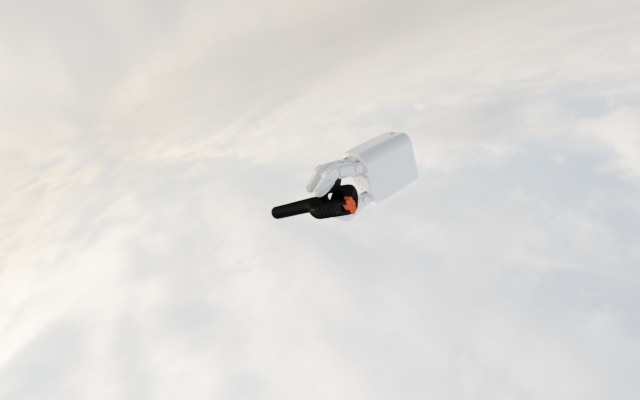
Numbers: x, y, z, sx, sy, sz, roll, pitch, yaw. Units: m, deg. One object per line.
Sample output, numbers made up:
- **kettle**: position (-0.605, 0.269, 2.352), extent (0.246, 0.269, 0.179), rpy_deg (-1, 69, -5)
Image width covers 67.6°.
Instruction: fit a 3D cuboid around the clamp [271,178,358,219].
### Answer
- **clamp**: position (0.001, 0.004, 0.880), extent (0.164, 0.036, 0.210), rpy_deg (-30, 17, -12)
